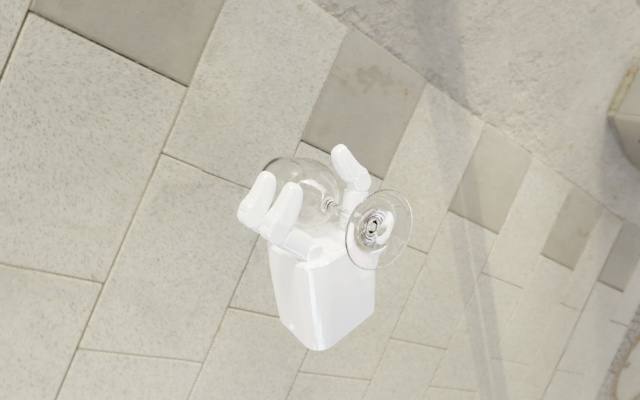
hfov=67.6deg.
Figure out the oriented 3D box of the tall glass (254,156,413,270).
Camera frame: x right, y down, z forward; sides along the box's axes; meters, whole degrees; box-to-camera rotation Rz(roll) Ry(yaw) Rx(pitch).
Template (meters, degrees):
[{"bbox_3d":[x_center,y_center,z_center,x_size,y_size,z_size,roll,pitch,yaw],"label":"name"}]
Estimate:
[{"bbox_3d":[0.000,0.002,0.496,0.079,0.079,0.201,0,15,-33],"label":"tall glass"}]
